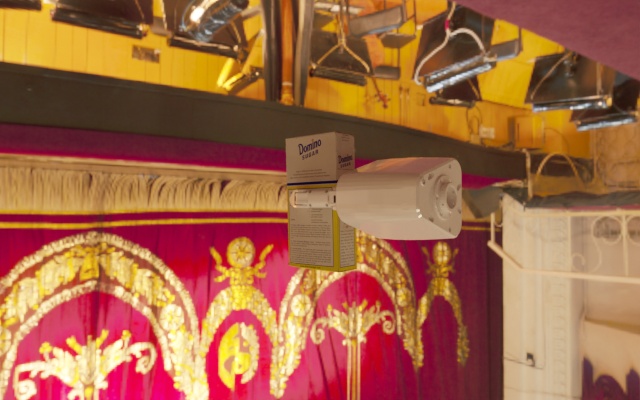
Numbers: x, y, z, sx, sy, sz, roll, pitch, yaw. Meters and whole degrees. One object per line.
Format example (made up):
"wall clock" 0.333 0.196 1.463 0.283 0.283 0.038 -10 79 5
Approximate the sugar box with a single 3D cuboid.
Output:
"sugar box" 0.001 0.002 0.632 0.093 0.176 0.048 0 -2 42
